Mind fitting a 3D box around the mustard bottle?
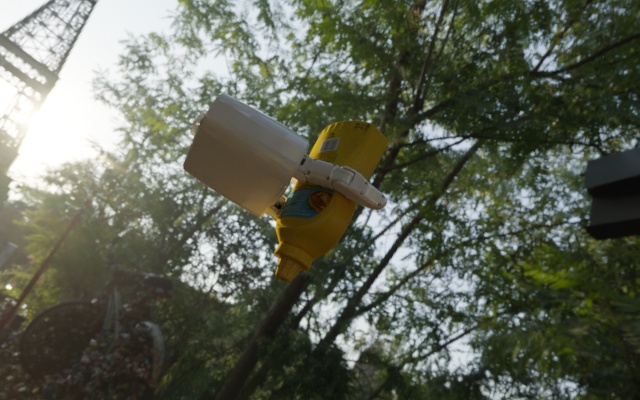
[{"bbox_3d":[0.000,0.002,0.531,0.096,0.191,0.058,0,-34,49],"label":"mustard bottle"}]
